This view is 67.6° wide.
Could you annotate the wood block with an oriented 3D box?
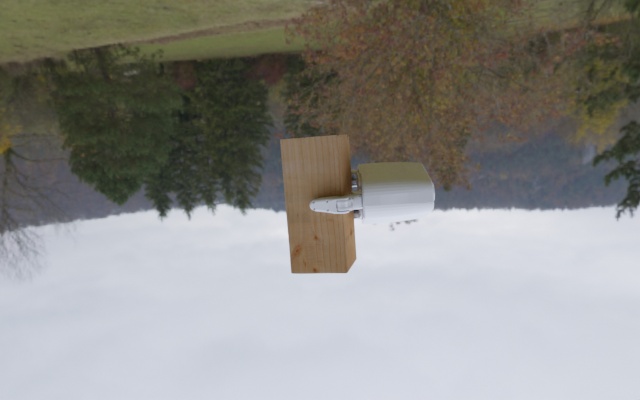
[{"bbox_3d":[0.000,0.003,0.747,0.090,0.206,0.091,-2,7,15],"label":"wood block"}]
